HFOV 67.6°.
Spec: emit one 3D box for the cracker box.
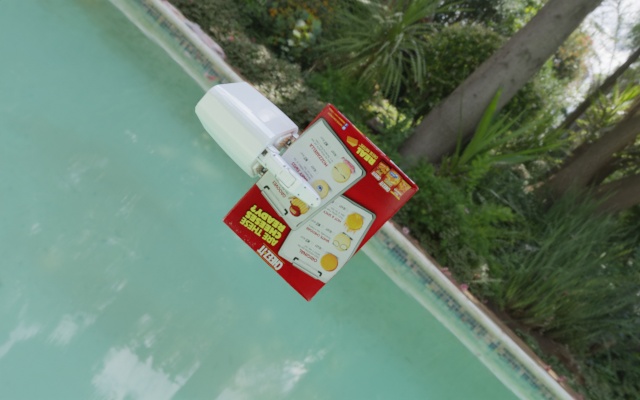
[{"bbox_3d":[0.000,0.002,0.658,0.164,0.214,0.072,43,8,1],"label":"cracker box"}]
